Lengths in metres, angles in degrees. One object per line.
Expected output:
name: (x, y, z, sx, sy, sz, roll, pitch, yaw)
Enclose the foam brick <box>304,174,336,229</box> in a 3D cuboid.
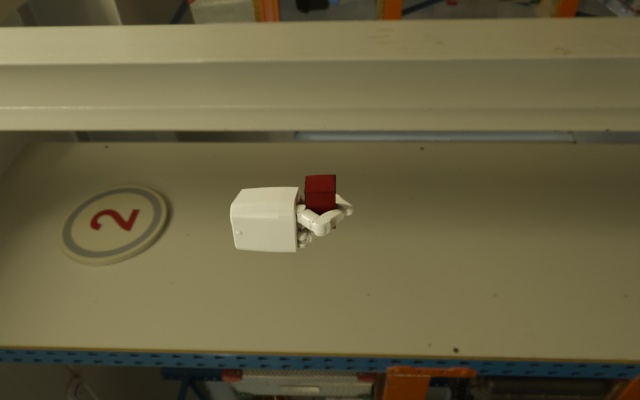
foam brick: (0.000, 0.002, 0.794, 0.051, 0.078, 0.053, 0, 34, 2)
